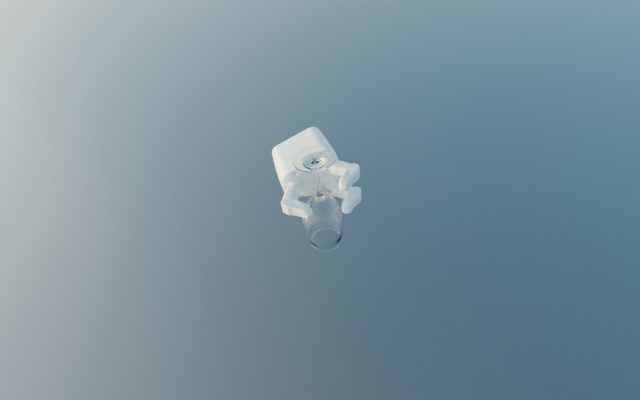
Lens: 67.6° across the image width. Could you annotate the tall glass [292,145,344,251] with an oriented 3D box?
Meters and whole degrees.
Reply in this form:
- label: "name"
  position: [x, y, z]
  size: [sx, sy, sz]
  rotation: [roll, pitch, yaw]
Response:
- label: "tall glass"
  position: [0.000, 0.002, 0.862]
  size: [0.079, 0.201, 0.079]
  rotation: [-5, 42, 4]
